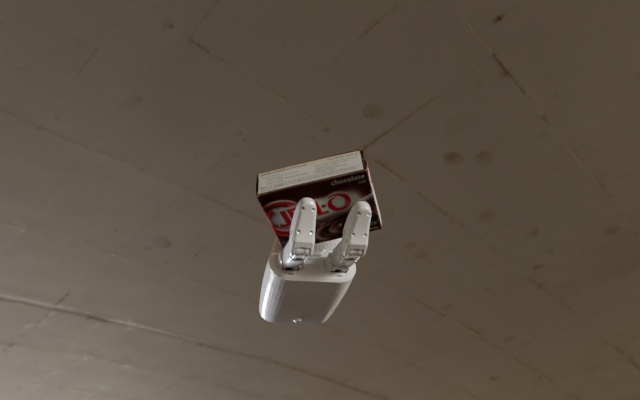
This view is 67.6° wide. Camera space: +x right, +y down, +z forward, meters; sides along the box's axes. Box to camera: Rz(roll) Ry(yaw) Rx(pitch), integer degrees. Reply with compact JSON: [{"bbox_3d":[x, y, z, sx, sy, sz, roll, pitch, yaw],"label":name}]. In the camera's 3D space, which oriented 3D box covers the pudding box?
[{"bbox_3d":[0.000,0.002,0.492,0.113,0.039,0.090,-15,-44,6],"label":"pudding box"}]
